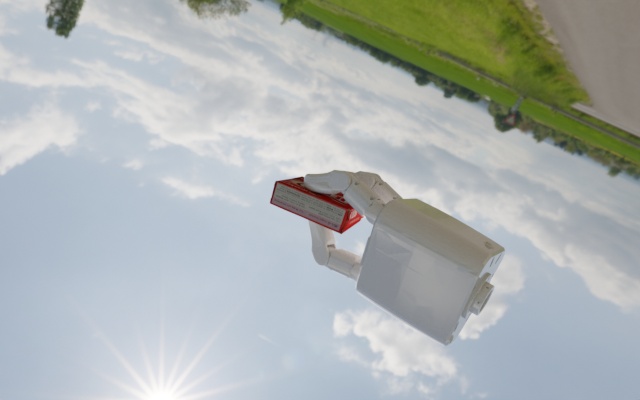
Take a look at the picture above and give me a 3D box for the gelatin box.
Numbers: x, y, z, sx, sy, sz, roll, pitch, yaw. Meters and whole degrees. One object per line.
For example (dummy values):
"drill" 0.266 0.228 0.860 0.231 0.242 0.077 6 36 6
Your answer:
"gelatin box" 0.000 0.002 0.527 0.089 0.030 0.073 21 14 16
